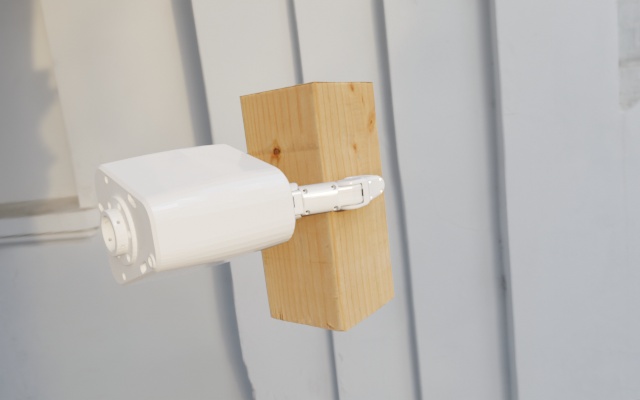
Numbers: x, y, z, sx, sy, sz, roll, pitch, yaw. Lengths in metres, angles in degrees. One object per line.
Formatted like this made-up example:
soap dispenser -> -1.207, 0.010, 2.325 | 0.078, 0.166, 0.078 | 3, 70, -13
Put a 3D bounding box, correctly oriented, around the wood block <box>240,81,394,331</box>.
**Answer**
wood block -> 0.000, 0.001, 0.441 | 0.091, 0.206, 0.090 | 0, 11, 38
